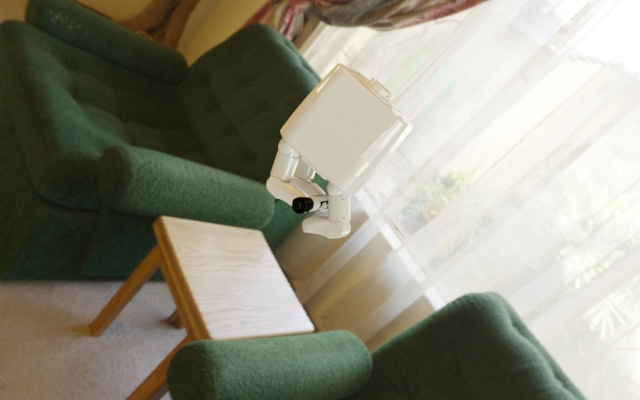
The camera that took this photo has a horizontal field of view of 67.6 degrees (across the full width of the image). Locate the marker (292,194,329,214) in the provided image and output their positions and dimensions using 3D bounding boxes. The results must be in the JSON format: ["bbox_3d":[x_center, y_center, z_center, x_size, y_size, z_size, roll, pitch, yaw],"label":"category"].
[{"bbox_3d":[0.000,0.002,0.569,0.020,0.020,0.121,0,3,26],"label":"marker"}]
